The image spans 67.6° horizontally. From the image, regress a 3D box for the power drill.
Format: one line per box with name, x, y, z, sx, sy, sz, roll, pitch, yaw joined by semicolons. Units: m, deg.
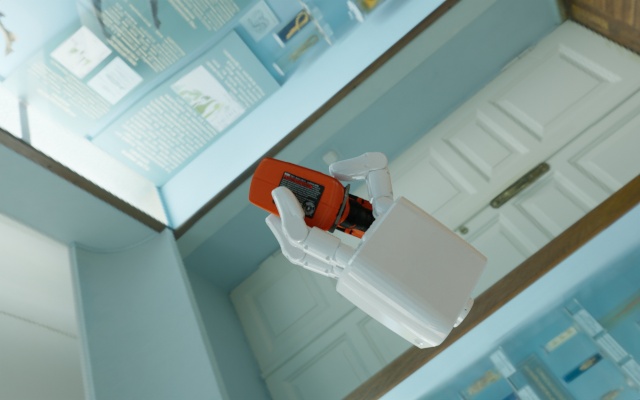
power drill;0.000;0.002;0.561;0.184;0.057;0.188;19;0;29
